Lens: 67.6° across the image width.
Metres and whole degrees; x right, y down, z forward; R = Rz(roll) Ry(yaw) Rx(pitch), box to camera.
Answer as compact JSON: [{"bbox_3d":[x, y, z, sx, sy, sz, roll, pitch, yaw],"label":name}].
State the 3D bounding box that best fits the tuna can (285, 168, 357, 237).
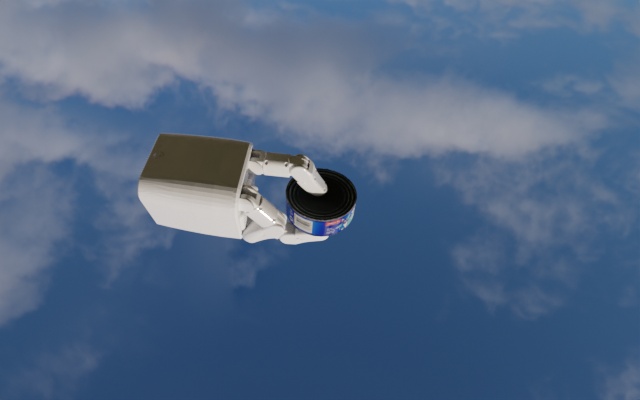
[{"bbox_3d":[0.000,0.002,0.582,0.086,0.086,0.034,0,-42,-5],"label":"tuna can"}]
